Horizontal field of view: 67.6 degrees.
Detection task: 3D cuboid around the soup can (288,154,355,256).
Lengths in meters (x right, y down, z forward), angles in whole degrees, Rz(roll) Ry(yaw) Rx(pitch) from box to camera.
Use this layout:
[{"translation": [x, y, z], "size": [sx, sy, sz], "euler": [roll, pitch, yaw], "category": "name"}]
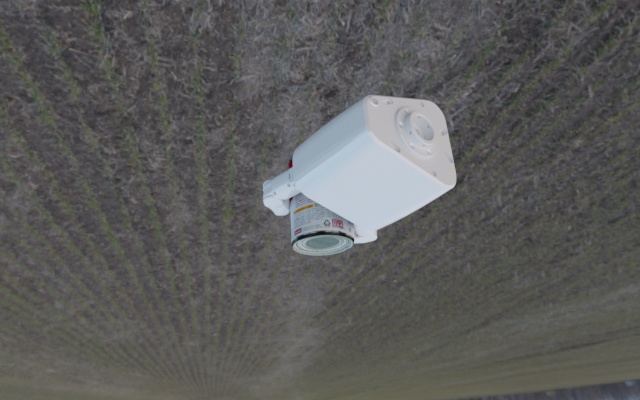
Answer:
[{"translation": [0.000, 0.002, 0.521], "size": [0.068, 0.102, 0.068], "euler": [-3, -24, -1], "category": "soup can"}]
